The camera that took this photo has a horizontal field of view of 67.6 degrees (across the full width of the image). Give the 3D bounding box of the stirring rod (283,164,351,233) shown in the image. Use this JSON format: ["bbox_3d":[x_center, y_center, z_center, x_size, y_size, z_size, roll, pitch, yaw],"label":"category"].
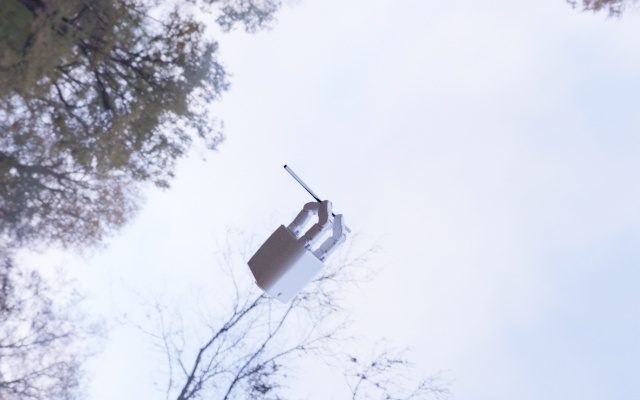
[{"bbox_3d":[0.000,0.003,0.879,0.011,0.011,0.240,0,-30,34],"label":"stirring rod"}]
